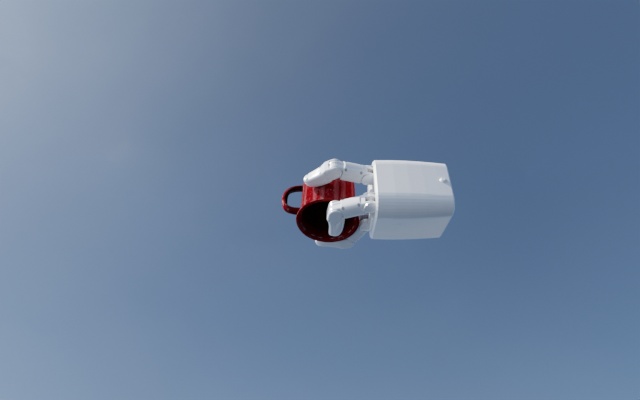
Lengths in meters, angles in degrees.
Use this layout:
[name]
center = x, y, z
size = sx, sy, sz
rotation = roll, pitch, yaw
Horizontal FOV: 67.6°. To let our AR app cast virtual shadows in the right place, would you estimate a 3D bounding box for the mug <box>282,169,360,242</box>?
[mug]
center = -0.001, 0.002, 0.725
size = 0.117, 0.093, 0.081
rotation = 4, 45, -1
